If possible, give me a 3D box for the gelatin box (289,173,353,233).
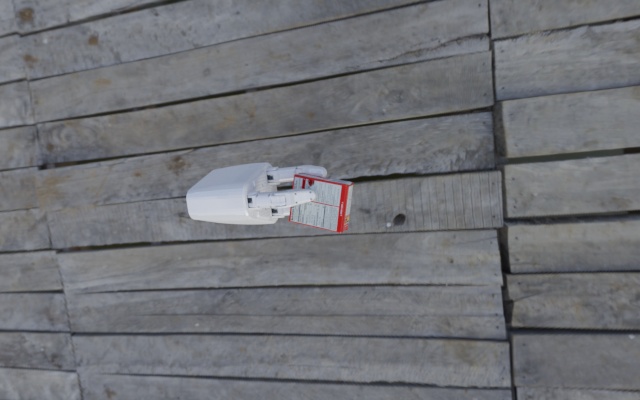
[{"bbox_3d":[0.000,0.002,0.707,0.089,0.073,0.030,12,14,23],"label":"gelatin box"}]
